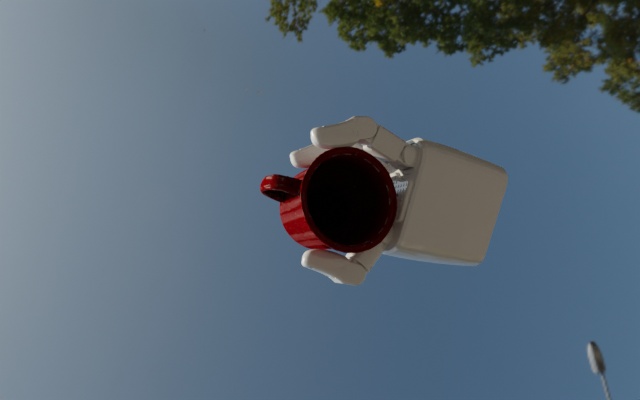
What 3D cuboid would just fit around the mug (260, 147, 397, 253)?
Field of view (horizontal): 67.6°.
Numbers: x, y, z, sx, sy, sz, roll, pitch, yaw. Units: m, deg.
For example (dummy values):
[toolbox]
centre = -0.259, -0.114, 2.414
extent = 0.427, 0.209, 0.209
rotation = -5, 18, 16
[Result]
[mug]
centre = -0.001, 0.001, 0.443
extent = 0.117, 0.093, 0.081
rotation = 14, -13, -21
